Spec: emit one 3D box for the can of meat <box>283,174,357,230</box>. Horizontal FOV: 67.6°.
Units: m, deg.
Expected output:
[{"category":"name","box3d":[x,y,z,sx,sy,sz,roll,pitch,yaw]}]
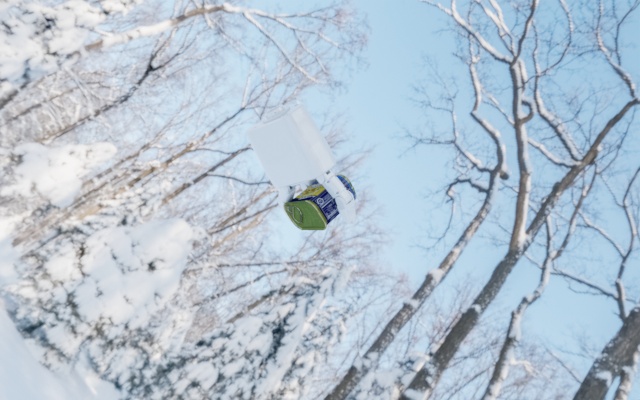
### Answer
[{"category":"can of meat","box3d":[0.000,0.002,0.800,0.084,0.057,0.102,-40,18,-28]}]
